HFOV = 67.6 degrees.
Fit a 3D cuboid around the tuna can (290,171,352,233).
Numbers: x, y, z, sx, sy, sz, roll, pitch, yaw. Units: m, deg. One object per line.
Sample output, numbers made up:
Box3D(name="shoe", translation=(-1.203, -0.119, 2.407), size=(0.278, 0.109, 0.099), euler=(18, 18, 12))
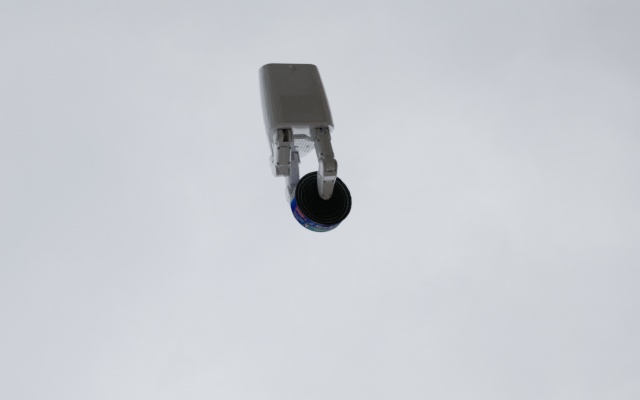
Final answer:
Box3D(name="tuna can", translation=(0.000, 0.003, 0.689), size=(0.086, 0.086, 0.034), euler=(0, -25, -20))
